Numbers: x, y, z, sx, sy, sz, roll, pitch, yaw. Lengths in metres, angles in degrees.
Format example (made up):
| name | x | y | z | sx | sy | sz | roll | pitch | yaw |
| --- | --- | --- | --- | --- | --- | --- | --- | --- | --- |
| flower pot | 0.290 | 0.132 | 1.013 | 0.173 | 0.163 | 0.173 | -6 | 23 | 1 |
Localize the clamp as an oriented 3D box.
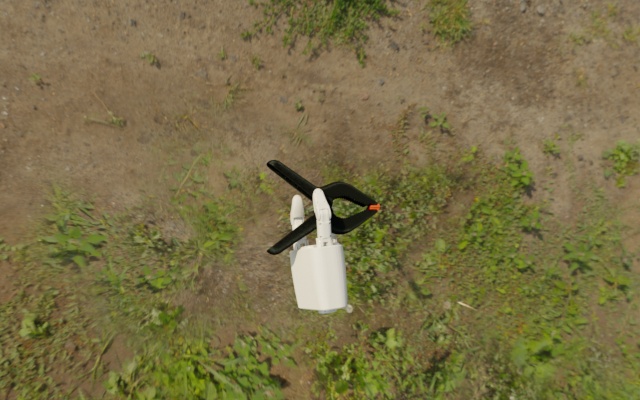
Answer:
| name | x | y | z | sx | sy | sz | roll | pitch | yaw |
| --- | --- | --- | --- | --- | --- | --- | --- | --- | --- |
| clamp | 0.001 | 0.003 | 0.842 | 0.210 | 0.164 | 0.036 | -6 | -7 | -15 |
